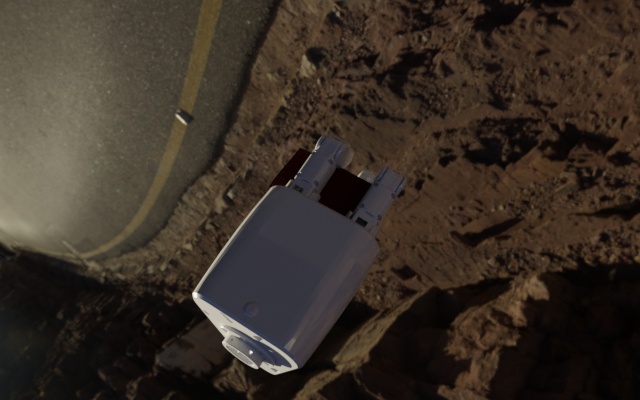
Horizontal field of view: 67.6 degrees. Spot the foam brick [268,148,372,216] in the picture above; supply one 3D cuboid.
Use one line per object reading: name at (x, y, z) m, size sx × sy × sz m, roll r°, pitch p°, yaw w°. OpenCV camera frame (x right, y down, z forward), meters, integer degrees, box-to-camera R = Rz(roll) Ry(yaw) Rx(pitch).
foam brick at (0.000, 0.001, 0.417) m, size 0.078 × 0.051 × 0.053 m, roll 28°, pitch -29°, yaw 15°
